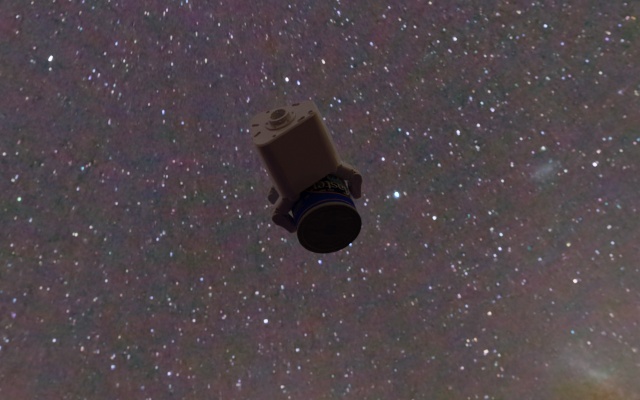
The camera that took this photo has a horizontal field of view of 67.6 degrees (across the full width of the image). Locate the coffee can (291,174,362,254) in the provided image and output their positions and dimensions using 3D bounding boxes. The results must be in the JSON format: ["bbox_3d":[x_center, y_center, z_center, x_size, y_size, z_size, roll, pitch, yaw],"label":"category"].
[{"bbox_3d":[0.000,0.003,0.788,0.103,0.103,0.140,0,38,-15],"label":"coffee can"}]
